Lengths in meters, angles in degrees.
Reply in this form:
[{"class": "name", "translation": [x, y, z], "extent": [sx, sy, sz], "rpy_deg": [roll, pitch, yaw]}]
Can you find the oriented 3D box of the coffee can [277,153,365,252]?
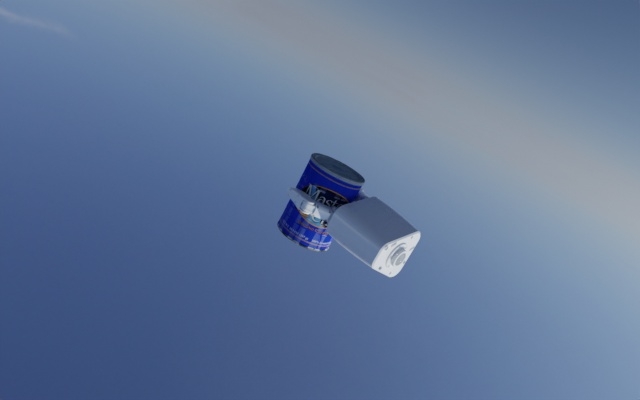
[{"class": "coffee can", "translation": [0.000, 0.002, 0.832], "extent": [0.103, 0.140, 0.102], "rpy_deg": [25, 17, -8]}]
